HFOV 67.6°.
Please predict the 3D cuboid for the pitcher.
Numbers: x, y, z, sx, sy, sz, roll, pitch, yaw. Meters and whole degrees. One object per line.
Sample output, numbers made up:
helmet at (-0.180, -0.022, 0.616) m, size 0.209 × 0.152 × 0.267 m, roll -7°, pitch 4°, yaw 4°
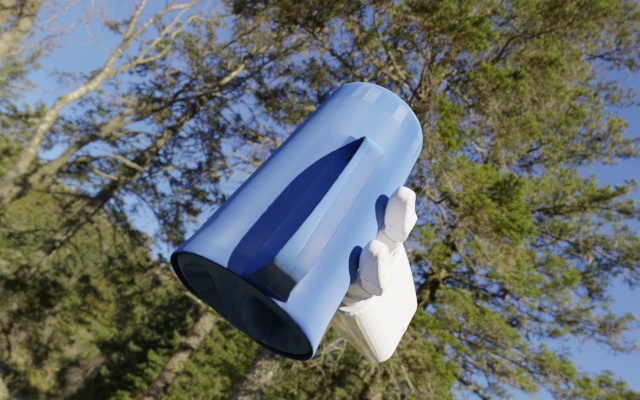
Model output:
pitcher at (0.000, 0.001, 0.416) m, size 0.149 × 0.242 × 0.145 m, roll 13°, pitch -37°, yaw 34°
